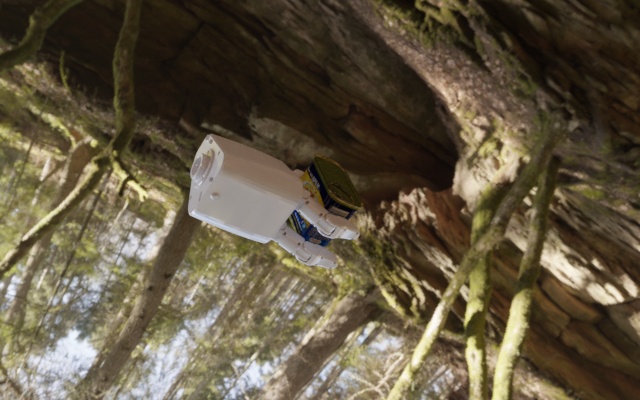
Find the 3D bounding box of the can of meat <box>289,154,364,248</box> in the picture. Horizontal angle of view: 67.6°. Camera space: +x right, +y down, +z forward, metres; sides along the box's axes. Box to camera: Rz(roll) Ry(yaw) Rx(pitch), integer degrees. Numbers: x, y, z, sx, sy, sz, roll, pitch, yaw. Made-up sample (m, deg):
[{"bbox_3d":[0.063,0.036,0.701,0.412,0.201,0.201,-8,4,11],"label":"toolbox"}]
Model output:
[{"bbox_3d":[0.000,0.002,0.642,0.057,0.084,0.102,20,30,-35],"label":"can of meat"}]
